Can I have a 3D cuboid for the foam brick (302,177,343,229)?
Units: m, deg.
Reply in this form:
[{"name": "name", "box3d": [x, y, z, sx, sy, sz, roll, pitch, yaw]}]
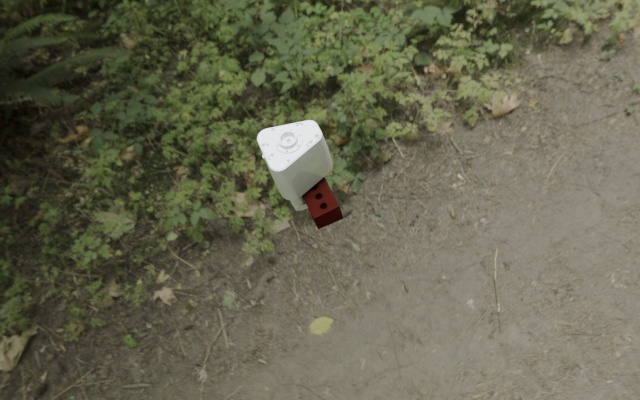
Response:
[{"name": "foam brick", "box3d": [0.000, 0.003, 0.881, 0.053, 0.078, 0.051, -25, -27, -3]}]
